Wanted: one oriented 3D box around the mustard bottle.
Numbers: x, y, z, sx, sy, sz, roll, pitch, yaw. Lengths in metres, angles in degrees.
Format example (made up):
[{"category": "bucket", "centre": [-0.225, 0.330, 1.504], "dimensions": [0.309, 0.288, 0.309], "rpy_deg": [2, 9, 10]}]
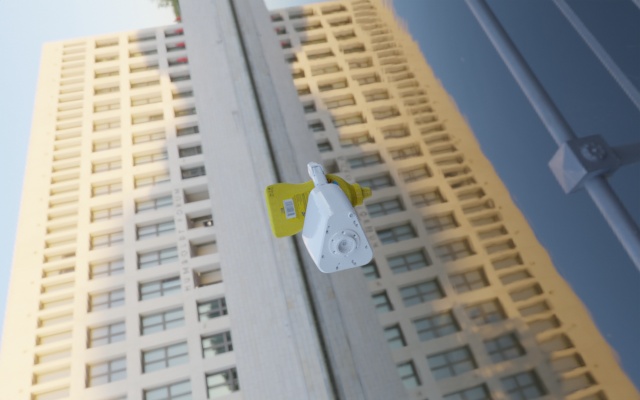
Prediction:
[{"category": "mustard bottle", "centre": [0.000, 0.003, 0.868], "dimensions": [0.191, 0.096, 0.058], "rpy_deg": [-12, 0, -9]}]
